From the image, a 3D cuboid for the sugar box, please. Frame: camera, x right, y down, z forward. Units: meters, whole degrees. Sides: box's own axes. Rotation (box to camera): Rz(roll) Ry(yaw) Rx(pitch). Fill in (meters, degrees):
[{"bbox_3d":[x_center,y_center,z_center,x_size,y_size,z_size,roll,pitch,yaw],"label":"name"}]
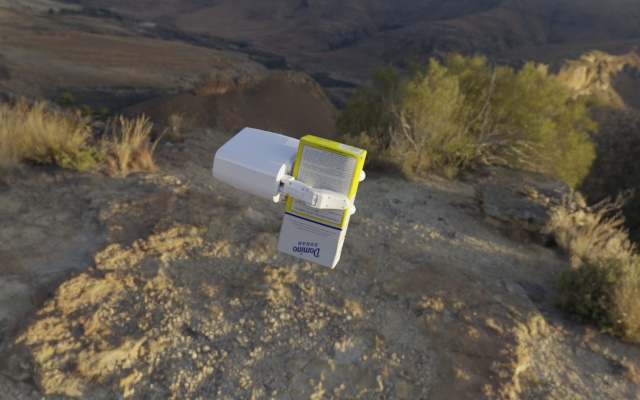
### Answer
[{"bbox_3d":[0.000,0.002,0.699,0.093,0.176,0.048,17,21,10],"label":"sugar box"}]
